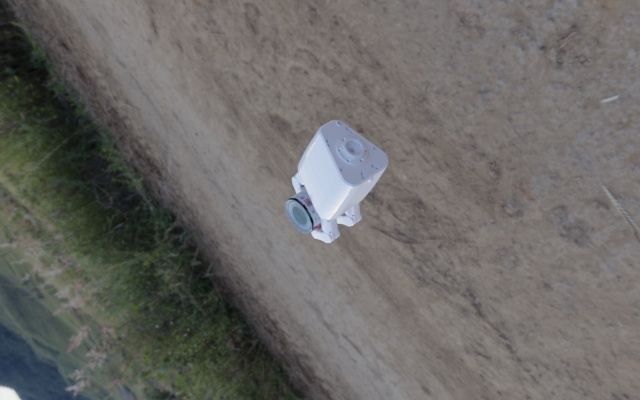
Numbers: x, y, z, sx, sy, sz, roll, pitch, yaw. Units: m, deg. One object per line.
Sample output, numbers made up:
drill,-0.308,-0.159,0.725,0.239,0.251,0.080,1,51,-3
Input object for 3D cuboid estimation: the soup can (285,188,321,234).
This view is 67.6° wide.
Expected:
soup can,0.000,0.003,0.804,0.102,0.068,0.068,-33,19,-31
